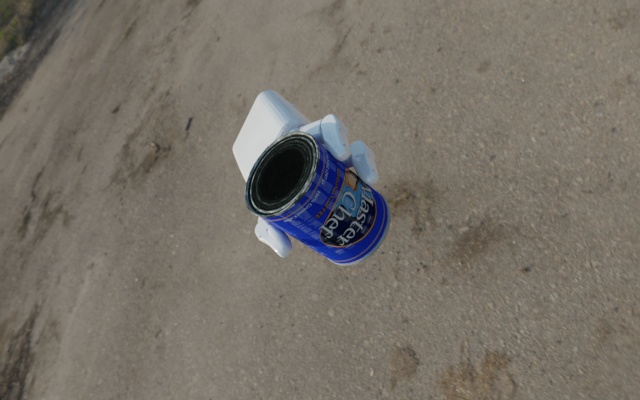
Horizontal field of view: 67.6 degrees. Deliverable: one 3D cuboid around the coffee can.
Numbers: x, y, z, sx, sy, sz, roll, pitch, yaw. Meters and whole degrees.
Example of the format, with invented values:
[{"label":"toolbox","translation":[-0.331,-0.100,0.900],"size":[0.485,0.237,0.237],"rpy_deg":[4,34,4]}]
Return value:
[{"label":"coffee can","translation":[0.000,0.002,0.542],"size":[0.103,0.102,0.140],"rpy_deg":[0,-26,43]}]
